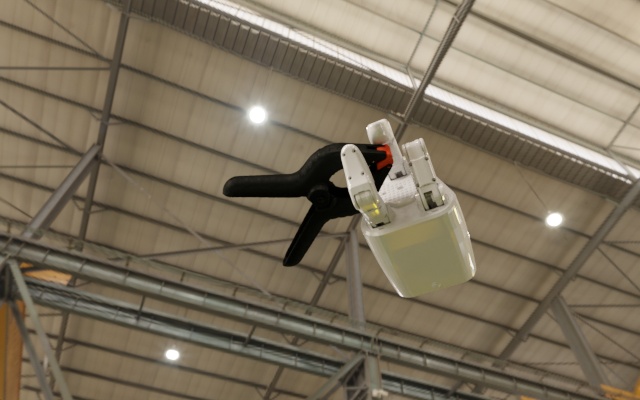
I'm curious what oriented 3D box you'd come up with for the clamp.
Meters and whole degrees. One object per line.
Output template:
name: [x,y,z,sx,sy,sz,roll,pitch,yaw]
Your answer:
clamp: [0.000,0.001,0.490,0.171,0.120,0.039,-20,34,14]
